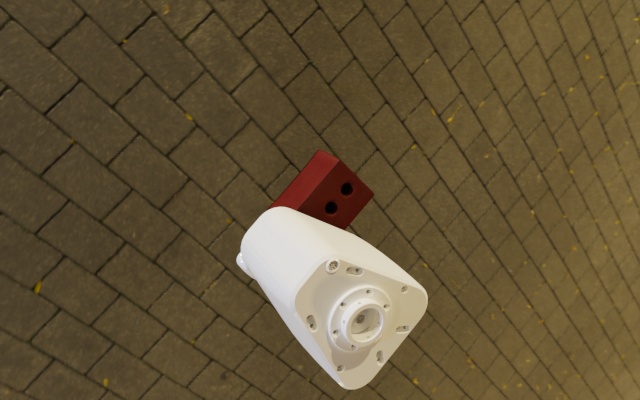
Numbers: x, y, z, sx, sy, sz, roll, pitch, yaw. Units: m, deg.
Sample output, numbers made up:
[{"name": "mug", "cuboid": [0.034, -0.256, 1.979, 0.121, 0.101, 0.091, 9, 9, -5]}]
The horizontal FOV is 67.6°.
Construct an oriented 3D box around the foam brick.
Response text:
[{"name": "foam brick", "cuboid": [0.000, 0.001, 0.443, 0.053, 0.078, 0.051, 42, -6, -27]}]
